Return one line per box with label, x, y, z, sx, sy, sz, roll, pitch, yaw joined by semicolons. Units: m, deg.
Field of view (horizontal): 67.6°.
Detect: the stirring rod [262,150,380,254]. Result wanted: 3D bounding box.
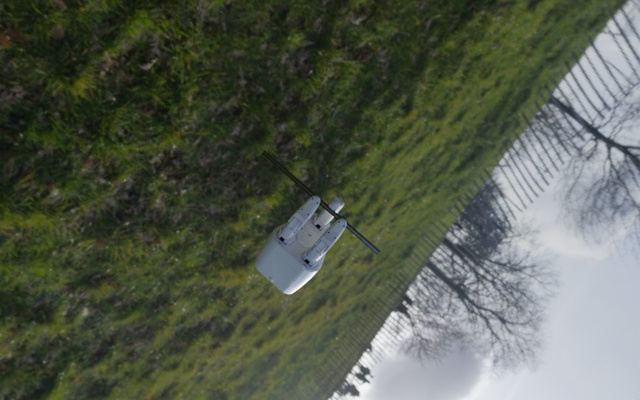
stirring rod;0.000;0.002;0.750;0.239;0.011;0.011;41;2;3
